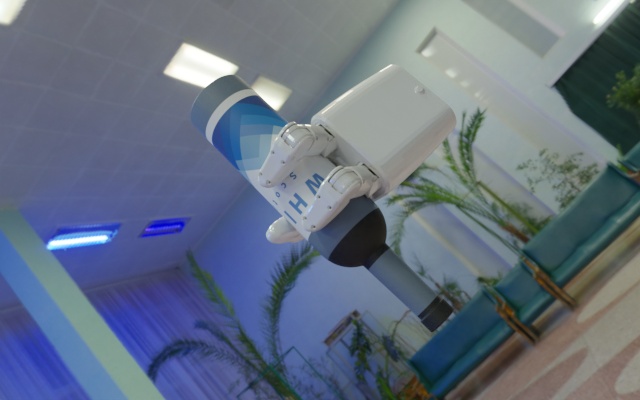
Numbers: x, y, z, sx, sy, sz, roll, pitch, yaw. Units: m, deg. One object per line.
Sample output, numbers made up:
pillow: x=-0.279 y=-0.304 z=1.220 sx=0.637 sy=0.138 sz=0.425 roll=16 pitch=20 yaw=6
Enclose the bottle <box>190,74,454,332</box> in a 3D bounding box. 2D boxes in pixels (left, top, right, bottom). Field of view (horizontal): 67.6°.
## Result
bottle: x=0.000 y=0.001 z=0.435 sx=0.295 sy=0.069 sz=0.069 roll=44 pitch=14 yaw=15
